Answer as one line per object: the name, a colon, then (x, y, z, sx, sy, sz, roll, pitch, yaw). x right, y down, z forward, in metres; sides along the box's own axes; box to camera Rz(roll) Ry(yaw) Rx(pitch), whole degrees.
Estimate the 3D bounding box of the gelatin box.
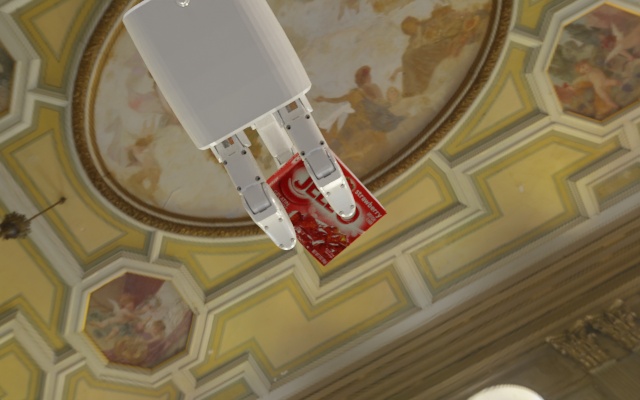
gelatin box: (0.000, 0.001, 0.406, 0.073, 0.089, 0.030, -41, 22, 8)
